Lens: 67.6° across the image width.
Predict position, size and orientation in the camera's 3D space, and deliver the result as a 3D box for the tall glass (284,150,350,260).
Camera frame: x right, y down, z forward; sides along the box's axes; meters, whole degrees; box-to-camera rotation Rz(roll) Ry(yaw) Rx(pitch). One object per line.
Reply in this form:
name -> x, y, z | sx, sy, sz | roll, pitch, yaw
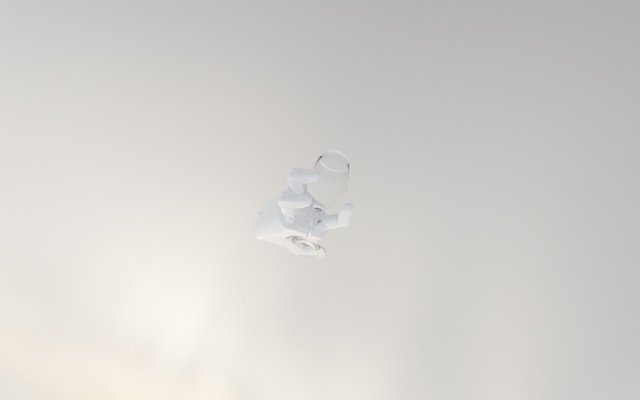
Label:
tall glass -> 0.000, 0.003, 0.865 | 0.079, 0.201, 0.079 | 13, -33, 9
